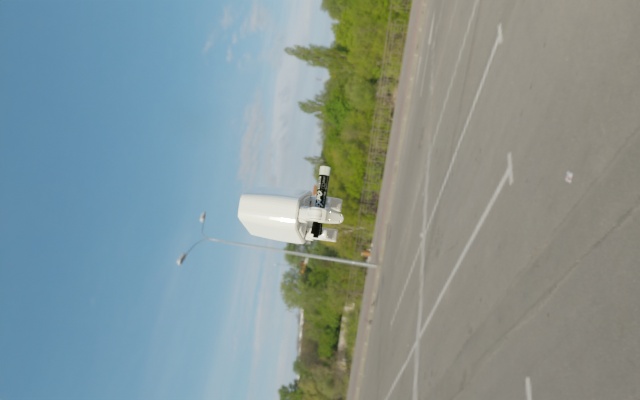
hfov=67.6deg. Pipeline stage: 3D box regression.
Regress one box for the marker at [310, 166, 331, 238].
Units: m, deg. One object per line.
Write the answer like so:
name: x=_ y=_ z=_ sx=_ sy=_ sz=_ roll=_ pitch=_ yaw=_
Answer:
marker: x=0.000 y=0.003 z=0.800 sx=0.020 sy=0.121 sz=0.020 roll=8 pitch=-6 yaw=1
